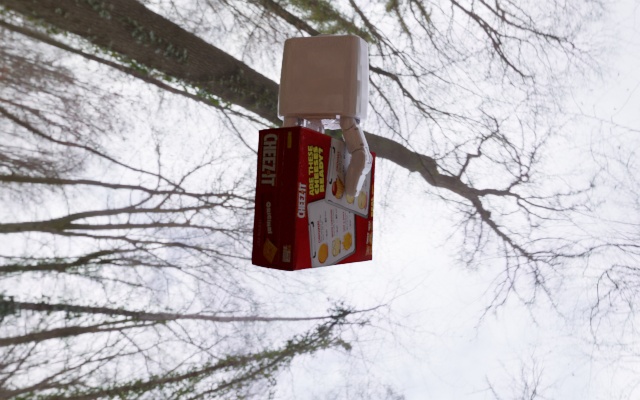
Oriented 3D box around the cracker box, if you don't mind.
[{"bbox_3d":[0.000,0.002,0.632,0.072,0.164,0.214,1,-2,31],"label":"cracker box"}]
